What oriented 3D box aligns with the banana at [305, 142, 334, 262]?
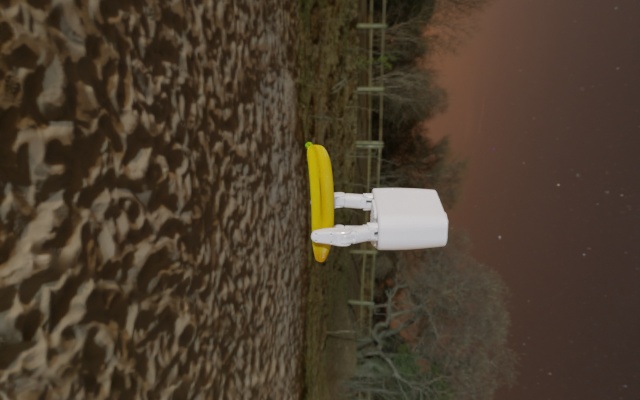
[{"bbox_3d":[0.001,-0.004,0.745,0.037,0.197,0.069,-3,-9,-5],"label":"banana"}]
